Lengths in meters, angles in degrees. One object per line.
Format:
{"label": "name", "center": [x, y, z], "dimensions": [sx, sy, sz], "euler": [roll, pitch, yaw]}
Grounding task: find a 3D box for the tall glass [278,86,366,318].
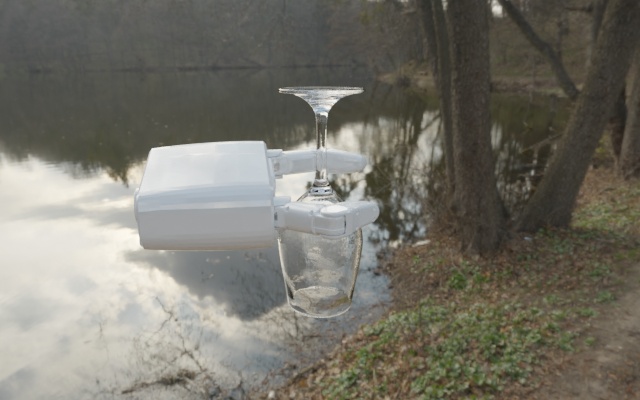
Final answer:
{"label": "tall glass", "center": [0.000, 0.001, 0.431], "dimensions": [0.079, 0.201, 0.079], "euler": [0, 16, 0]}
